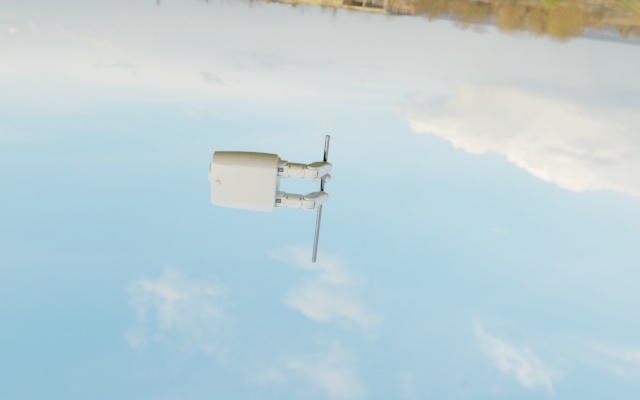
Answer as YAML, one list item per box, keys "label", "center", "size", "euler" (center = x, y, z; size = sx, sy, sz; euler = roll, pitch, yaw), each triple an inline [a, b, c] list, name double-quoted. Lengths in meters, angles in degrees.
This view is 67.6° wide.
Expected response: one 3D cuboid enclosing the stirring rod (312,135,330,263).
- label: "stirring rod"
  center: [0.000, 0.003, 0.841]
  size: [0.011, 0.240, 0.011]
  euler: [5, 22, -2]
